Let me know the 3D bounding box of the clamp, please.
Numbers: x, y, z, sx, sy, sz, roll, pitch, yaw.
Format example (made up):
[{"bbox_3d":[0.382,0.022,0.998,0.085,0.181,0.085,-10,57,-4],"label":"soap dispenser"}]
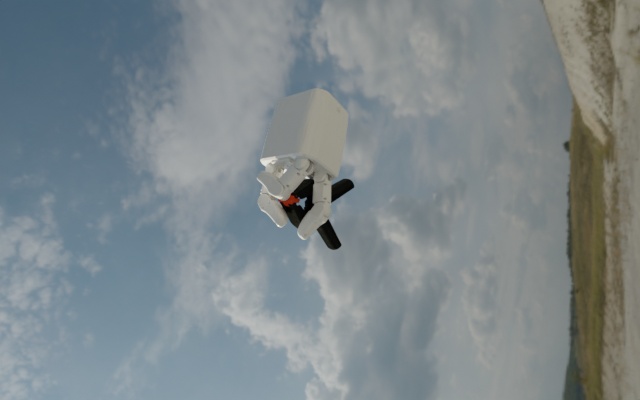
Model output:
[{"bbox_3d":[-0.001,0.002,0.747,0.039,0.120,0.171,4,-16,31],"label":"clamp"}]
